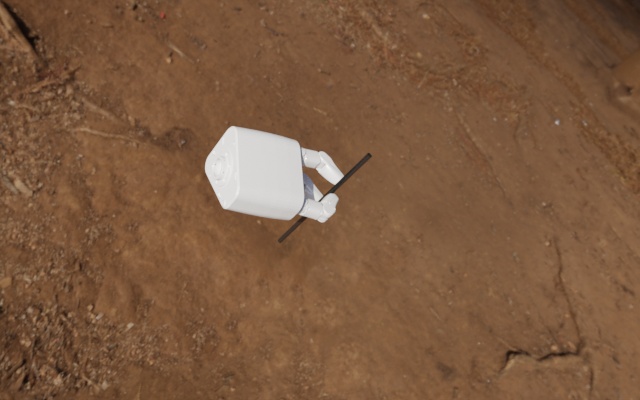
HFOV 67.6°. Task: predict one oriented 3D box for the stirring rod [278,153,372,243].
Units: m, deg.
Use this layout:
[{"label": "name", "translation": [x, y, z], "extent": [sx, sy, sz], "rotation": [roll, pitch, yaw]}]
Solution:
[{"label": "stirring rod", "translation": [0.000, 0.003, 0.755], "extent": [0.011, 0.011, 0.240], "rotation": [0, -34, -45]}]
